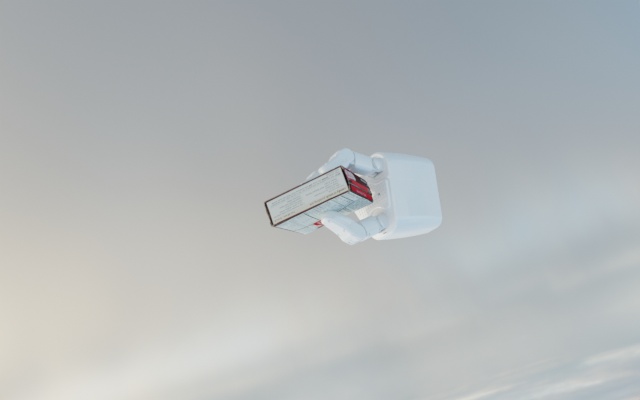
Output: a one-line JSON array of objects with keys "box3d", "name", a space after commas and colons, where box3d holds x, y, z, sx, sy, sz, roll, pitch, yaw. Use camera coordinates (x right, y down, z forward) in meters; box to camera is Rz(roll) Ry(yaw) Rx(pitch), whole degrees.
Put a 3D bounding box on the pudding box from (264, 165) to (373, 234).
[{"box3d": [0.000, 0.002, 0.602, 0.113, 0.039, 0.090, -27, -20, 17], "name": "pudding box"}]
